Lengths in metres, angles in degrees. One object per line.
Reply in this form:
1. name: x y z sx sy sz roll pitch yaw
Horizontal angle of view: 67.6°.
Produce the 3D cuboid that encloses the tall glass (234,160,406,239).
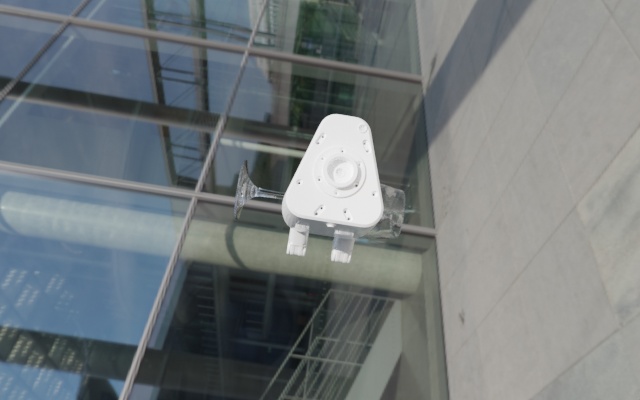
1. tall glass: -0.001 0.002 0.592 0.201 0.079 0.079 9 0 -2
